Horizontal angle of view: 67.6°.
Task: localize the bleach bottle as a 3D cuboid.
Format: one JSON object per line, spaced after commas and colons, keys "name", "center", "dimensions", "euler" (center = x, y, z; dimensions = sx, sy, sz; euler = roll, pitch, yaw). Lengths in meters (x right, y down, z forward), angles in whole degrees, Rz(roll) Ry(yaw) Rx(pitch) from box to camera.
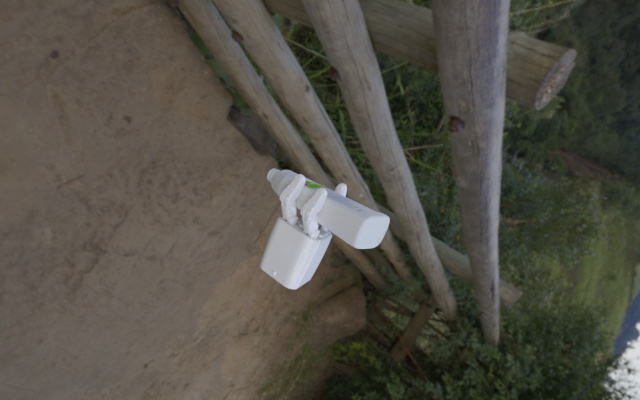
{"name": "bleach bottle", "center": [0.000, 0.003, 0.897], "dimensions": [0.250, 0.068, 0.102], "euler": [31, 15, 32]}
